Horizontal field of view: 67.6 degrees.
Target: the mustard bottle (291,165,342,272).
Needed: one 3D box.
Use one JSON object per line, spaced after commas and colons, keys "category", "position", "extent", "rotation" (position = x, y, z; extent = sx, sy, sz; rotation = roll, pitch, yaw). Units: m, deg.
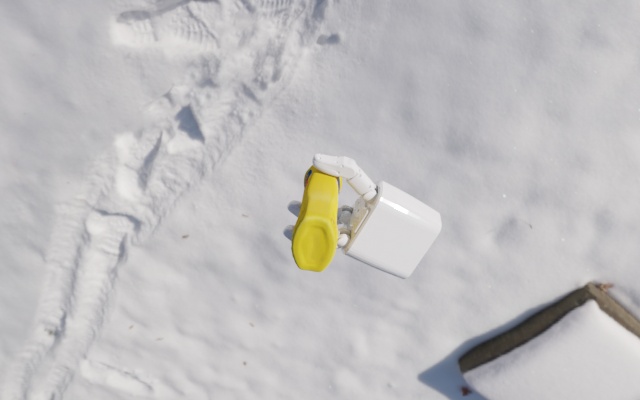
{"category": "mustard bottle", "position": [0.000, 0.002, 0.671], "extent": [0.058, 0.096, 0.191], "rotation": [7, 37, 2]}
